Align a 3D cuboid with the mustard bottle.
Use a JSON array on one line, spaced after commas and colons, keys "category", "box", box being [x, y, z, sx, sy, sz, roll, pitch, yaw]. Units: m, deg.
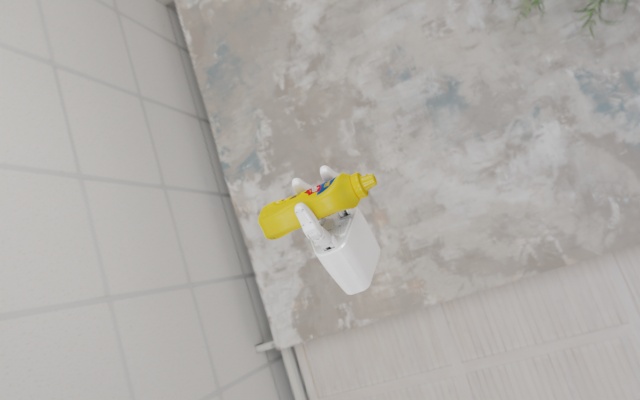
[{"category": "mustard bottle", "box": [0.000, 0.002, 0.761, 0.191, 0.058, 0.096, -22, 7, 19]}]
